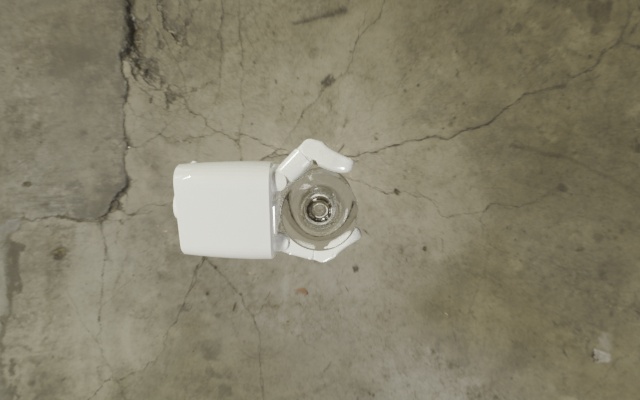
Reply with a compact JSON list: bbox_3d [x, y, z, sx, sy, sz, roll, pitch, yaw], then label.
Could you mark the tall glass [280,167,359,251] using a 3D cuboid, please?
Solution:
[{"bbox_3d":[0.000,0.002,0.544,0.079,0.079,0.201,0,5,1],"label":"tall glass"}]
